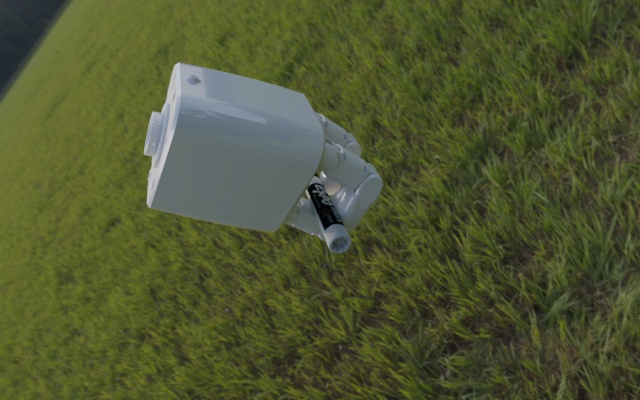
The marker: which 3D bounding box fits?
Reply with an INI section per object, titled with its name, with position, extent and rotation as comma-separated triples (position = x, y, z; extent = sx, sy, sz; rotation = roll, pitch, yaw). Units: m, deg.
[marker]
position = 0.000, 0.001, 0.418
extent = 0.020, 0.020, 0.121
rotation = 0, 34, -18
